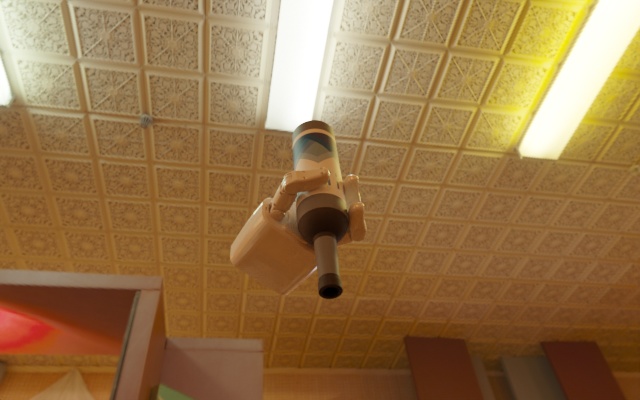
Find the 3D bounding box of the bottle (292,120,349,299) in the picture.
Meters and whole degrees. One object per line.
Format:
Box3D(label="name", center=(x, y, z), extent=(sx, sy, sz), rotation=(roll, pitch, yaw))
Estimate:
Box3D(label="bottle", center=(0.000, 0.002, 0.638), extent=(0.069, 0.069, 0.295), rotation=(0, 43, -6))
